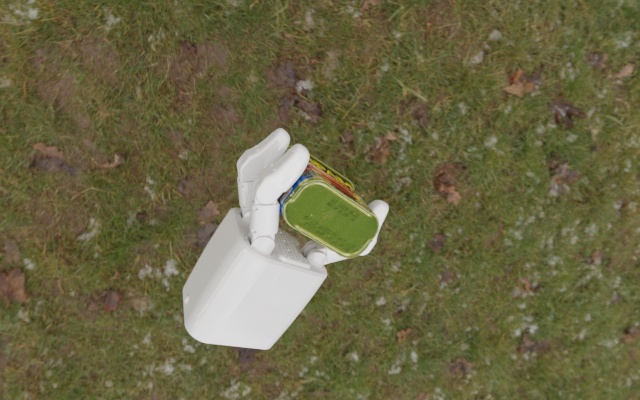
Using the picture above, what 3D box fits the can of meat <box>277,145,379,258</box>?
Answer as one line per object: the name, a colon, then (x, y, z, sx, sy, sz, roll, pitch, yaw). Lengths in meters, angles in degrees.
can of meat: (0.000, 0.002, 0.463, 0.102, 0.057, 0.084, 32, 12, -28)
